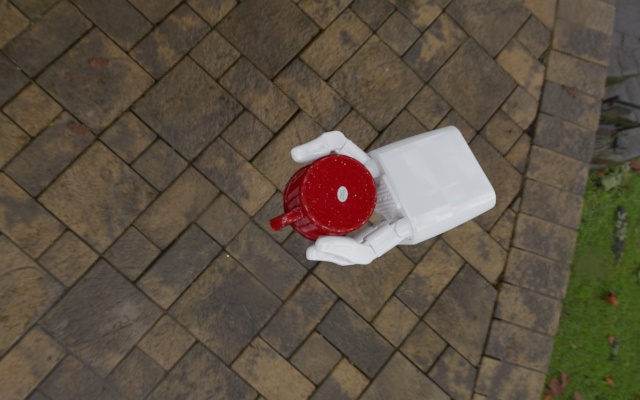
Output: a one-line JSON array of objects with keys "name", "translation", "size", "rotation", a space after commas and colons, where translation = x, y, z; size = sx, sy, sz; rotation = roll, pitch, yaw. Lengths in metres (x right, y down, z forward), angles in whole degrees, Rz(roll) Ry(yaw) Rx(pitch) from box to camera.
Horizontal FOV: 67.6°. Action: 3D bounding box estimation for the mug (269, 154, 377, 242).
[{"name": "mug", "translation": [-0.001, 0.002, 0.507], "size": [0.117, 0.093, 0.081], "rotation": [-23, -2, -14]}]
